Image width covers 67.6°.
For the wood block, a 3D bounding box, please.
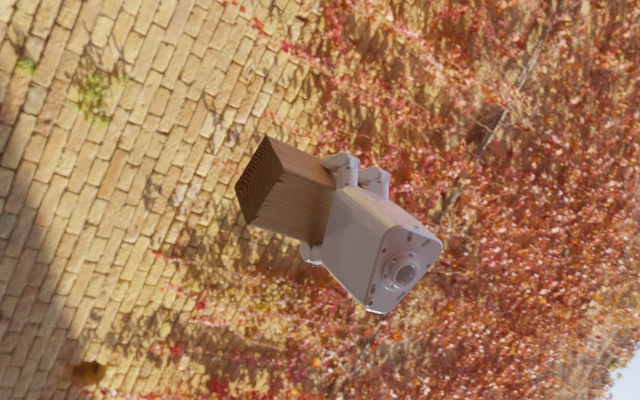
[{"bbox_3d":[0.000,0.003,0.651,0.206,0.091,0.090,21,24,-34],"label":"wood block"}]
